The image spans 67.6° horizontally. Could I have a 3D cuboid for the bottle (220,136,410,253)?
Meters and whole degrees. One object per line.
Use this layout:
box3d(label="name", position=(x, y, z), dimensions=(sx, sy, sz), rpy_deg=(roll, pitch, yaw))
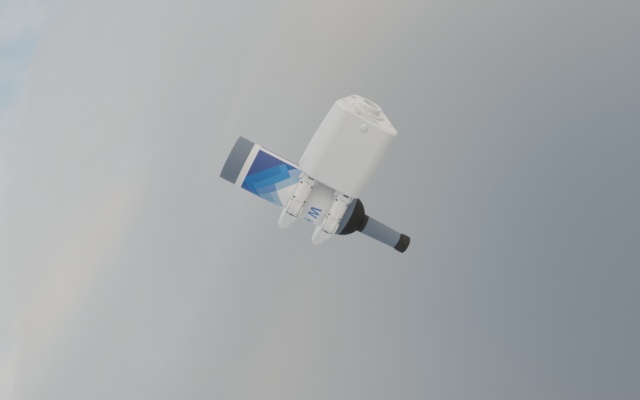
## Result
box3d(label="bottle", position=(0.000, 0.002, 0.706), dimensions=(0.296, 0.069, 0.069), rpy_deg=(27, -4, -8))
